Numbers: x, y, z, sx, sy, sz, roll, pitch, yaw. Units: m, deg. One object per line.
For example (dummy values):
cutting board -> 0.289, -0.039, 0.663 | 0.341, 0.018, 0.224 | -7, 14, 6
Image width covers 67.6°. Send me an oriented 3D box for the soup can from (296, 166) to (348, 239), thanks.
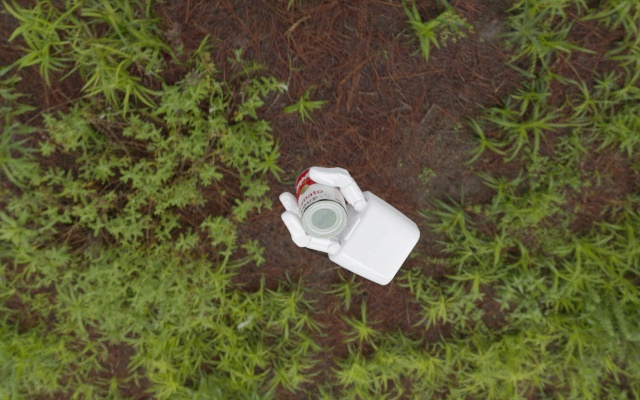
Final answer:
soup can -> 0.000, 0.002, 0.708 | 0.068, 0.068, 0.102 | 0, 31, -8
